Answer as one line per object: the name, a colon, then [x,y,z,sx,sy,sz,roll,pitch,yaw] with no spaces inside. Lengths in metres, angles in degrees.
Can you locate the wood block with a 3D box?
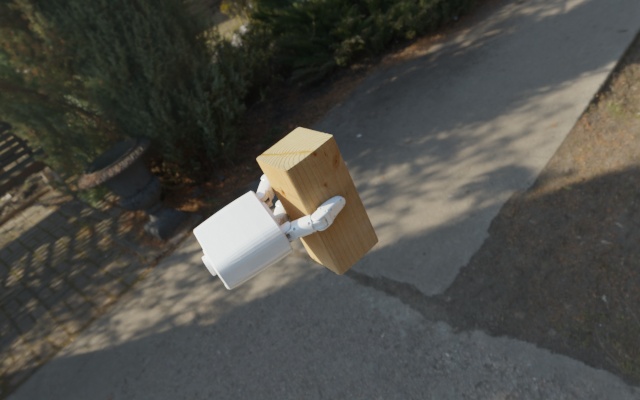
wood block: [0.000,0.003,0.736,0.090,0.206,0.091,-39,34,-20]
